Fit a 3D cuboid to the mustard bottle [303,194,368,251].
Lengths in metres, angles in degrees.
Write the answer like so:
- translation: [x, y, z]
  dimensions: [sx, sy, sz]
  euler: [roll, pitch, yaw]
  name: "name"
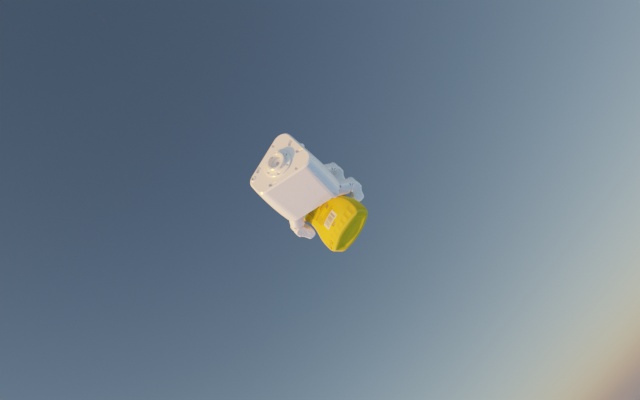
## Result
- translation: [0.000, 0.003, 0.897]
  dimensions: [0.058, 0.096, 0.191]
  euler: [6, 30, -46]
  name: "mustard bottle"
